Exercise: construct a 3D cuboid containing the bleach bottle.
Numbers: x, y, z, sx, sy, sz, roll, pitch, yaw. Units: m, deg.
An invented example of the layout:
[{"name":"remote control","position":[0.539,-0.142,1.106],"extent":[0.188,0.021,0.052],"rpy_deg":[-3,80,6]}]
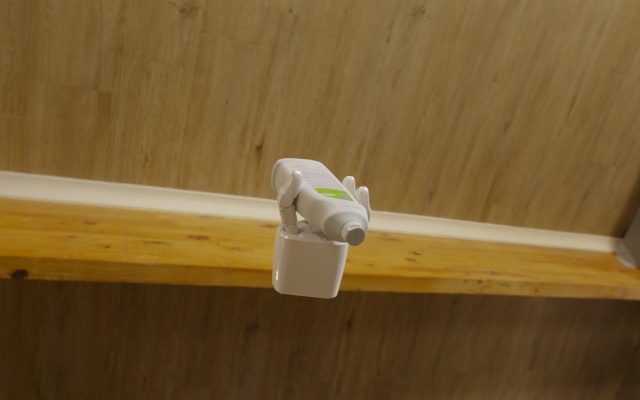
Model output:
[{"name":"bleach bottle","position":[0.000,0.002,0.751],"extent":[0.102,0.068,0.250],"rpy_deg":[1,22,-21]}]
